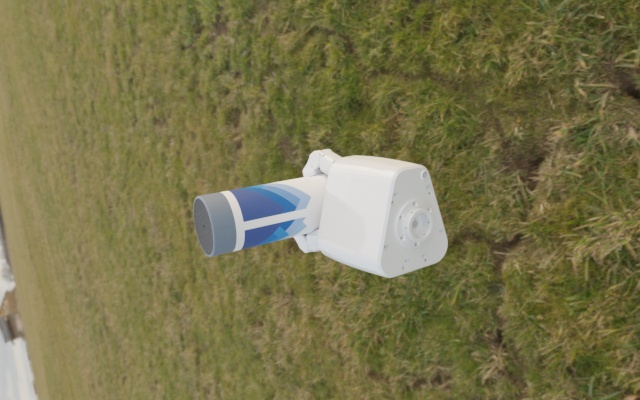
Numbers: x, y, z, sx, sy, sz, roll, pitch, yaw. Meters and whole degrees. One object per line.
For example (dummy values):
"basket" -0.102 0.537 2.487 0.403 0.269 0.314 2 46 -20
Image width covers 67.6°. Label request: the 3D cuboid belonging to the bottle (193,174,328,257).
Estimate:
"bottle" 0.000 0.002 0.581 0.295 0.069 0.069 -12 6 -30
